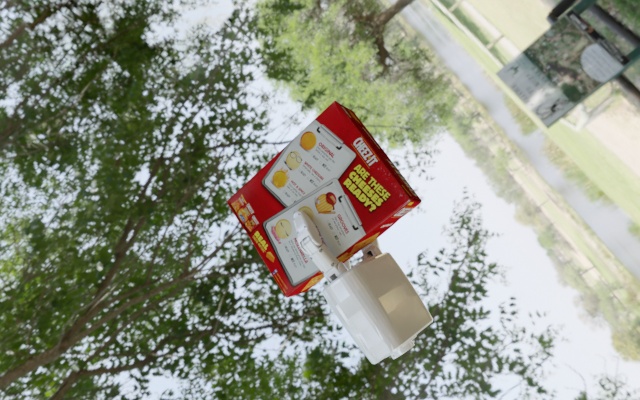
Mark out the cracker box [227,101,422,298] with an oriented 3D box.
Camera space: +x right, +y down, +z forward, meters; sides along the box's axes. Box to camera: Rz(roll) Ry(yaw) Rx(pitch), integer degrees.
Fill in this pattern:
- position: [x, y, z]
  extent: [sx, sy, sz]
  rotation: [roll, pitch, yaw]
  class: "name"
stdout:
- position: [0.000, 0.002, 0.644]
  extent: [0.214, 0.164, 0.072]
  rotation: [-40, -17, 19]
  class: "cracker box"
